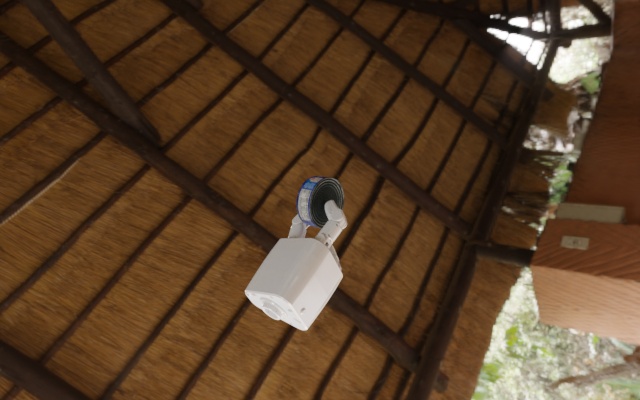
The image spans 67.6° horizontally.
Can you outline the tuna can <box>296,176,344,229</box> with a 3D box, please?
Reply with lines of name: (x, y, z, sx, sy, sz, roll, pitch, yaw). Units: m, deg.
tuna can: (0.000, 0.002, 0.792, 0.033, 0.086, 0.086, 11, 7, 41)
